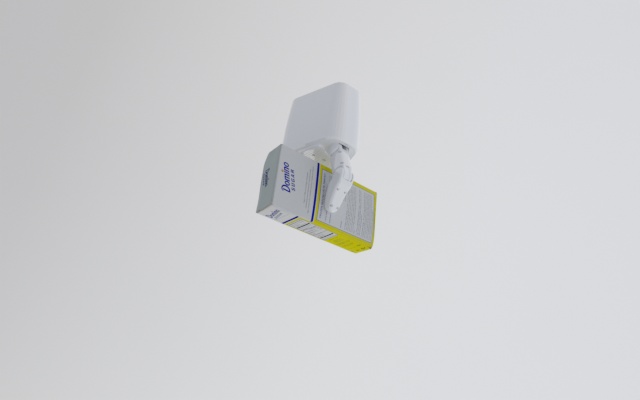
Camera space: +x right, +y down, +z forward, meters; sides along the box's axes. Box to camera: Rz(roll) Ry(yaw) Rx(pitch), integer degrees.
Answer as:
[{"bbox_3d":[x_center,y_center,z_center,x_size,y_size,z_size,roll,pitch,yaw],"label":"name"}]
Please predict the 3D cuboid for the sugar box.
[{"bbox_3d":[0.000,0.002,0.658,0.176,0.093,0.048,24,-32,-29],"label":"sugar box"}]
